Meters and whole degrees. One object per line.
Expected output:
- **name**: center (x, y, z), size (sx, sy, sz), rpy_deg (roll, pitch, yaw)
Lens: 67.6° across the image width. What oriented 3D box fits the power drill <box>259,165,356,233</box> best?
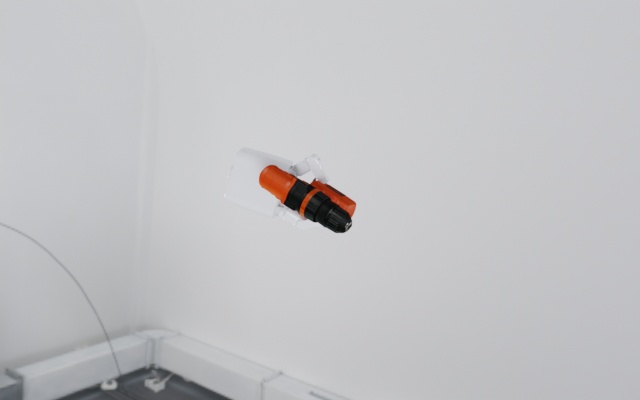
- **power drill**: center (0.000, 0.003, 0.855), size (0.184, 0.057, 0.188), rpy_deg (34, 7, 21)
